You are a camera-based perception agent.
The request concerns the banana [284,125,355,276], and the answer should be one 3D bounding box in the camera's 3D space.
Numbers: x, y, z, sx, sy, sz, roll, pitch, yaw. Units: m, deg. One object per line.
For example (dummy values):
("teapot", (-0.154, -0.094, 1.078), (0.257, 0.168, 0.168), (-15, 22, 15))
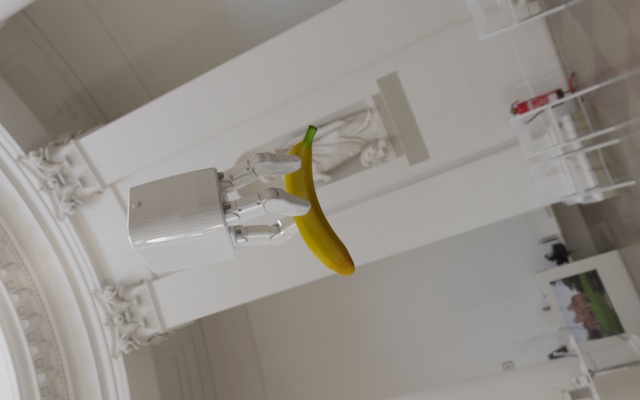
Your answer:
("banana", (-0.010, 0.007, 0.587), (0.037, 0.197, 0.070), (-3, -24, -33))
